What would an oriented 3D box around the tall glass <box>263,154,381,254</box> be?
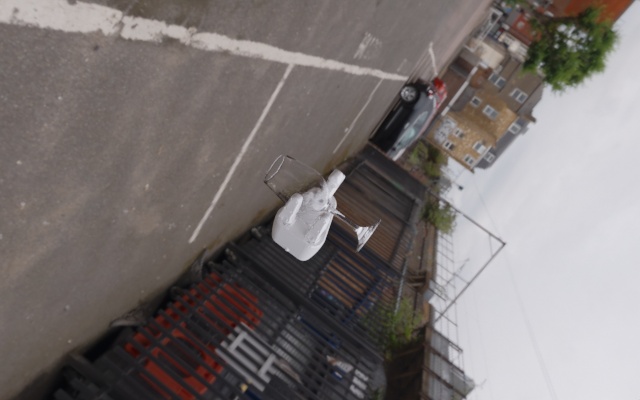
[{"bbox_3d":[0.001,0.003,0.816,0.201,0.079,0.079,37,2,3],"label":"tall glass"}]
